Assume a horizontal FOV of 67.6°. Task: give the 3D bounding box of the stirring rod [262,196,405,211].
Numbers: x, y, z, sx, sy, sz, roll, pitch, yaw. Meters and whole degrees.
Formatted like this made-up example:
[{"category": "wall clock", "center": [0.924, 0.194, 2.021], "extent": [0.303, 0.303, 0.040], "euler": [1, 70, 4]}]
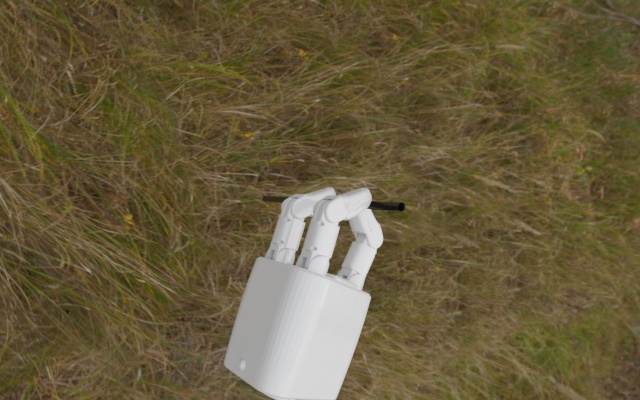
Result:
[{"category": "stirring rod", "center": [0.000, 0.002, 0.515], "extent": [0.011, 0.011, 0.239], "euler": [0, 2, -36]}]
